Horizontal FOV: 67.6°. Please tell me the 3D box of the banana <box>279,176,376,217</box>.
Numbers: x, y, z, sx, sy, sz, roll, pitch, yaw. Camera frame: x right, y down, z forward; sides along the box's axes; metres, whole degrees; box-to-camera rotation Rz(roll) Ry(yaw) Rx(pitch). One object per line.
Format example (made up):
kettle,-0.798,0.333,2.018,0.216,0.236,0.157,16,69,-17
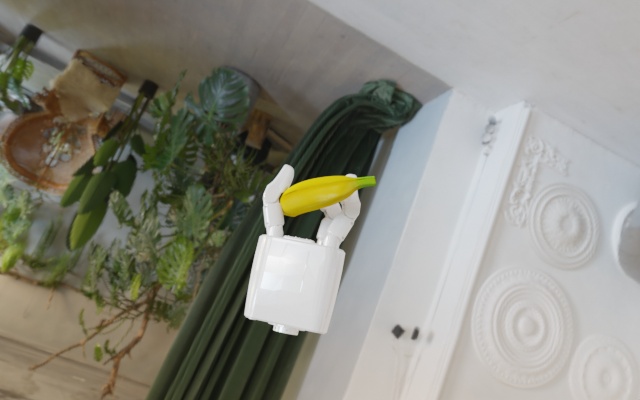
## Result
banana,-0.014,-0.001,0.617,0.069,0.037,0.198,9,-13,-31
